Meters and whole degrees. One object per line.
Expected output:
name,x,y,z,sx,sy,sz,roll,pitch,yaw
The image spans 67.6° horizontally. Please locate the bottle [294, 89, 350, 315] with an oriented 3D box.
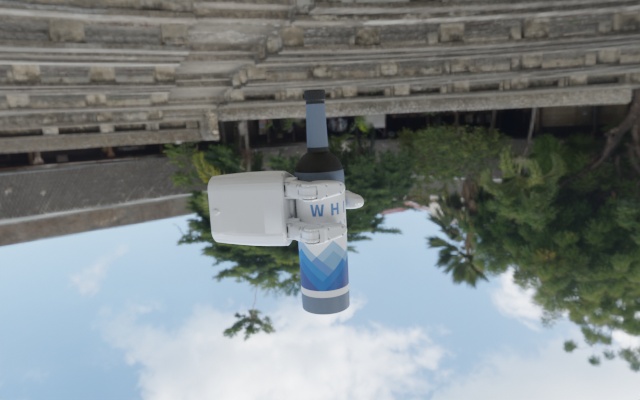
bottle,0.000,0.002,0.643,0.069,0.296,0.069,-3,10,1
